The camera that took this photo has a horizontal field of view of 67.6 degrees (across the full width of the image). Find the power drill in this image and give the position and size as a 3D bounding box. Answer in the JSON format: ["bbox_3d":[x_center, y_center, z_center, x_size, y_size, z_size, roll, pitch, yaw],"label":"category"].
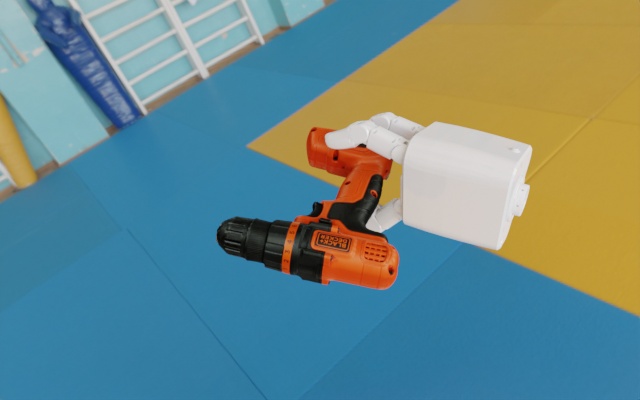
[{"bbox_3d":[0.000,0.001,0.520,0.184,0.187,0.057,12,-39,5],"label":"power drill"}]
